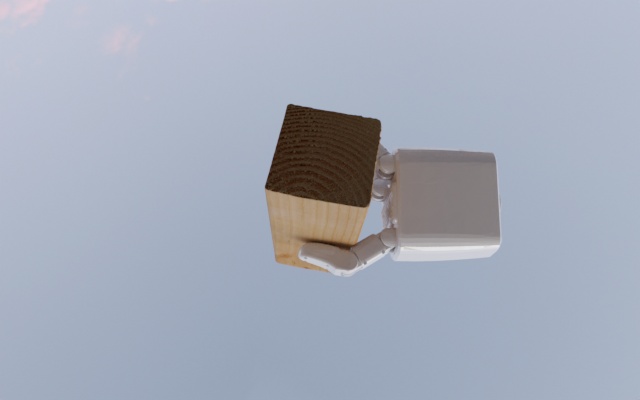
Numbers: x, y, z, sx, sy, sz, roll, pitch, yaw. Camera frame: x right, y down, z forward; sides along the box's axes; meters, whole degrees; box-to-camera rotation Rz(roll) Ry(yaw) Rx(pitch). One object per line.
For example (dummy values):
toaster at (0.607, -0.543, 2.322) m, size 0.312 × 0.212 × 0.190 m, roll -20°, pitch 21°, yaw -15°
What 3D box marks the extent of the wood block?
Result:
wood block at (0.000, 0.002, 0.502) m, size 0.090 × 0.090 × 0.206 m, roll 10°, pitch -25°, yaw 2°
